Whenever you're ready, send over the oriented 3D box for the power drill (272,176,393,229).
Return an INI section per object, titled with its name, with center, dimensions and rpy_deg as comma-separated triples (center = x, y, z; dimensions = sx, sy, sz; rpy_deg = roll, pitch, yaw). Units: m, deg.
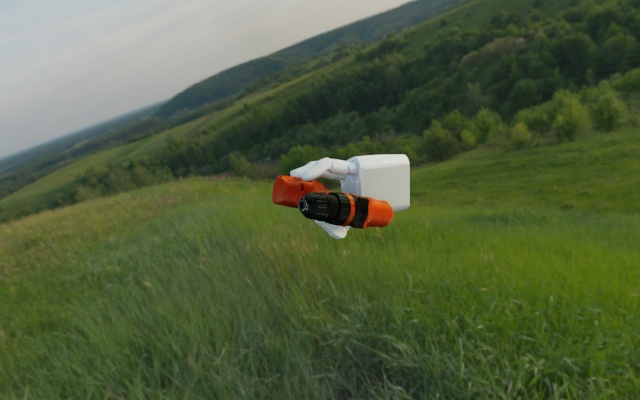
[power drill]
center = 0.000, 0.002, 0.794
dimensions = 0.184, 0.057, 0.187
rpy_deg = 10, 7, -41
